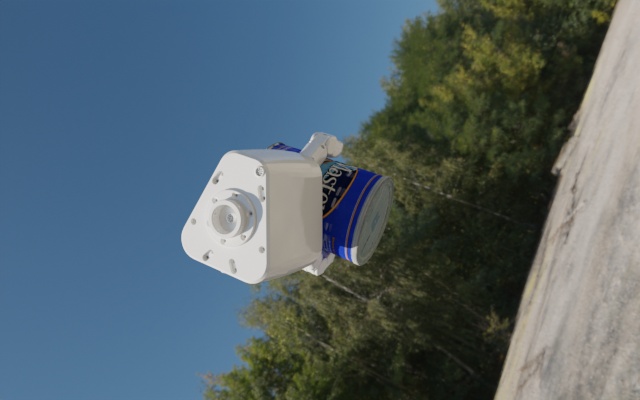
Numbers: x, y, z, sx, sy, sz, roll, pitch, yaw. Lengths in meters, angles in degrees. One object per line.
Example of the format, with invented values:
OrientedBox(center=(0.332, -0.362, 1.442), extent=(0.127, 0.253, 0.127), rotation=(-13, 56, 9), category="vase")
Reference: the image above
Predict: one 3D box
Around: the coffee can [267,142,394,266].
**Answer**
OrientedBox(center=(0.000, 0.002, 0.547), extent=(0.140, 0.103, 0.103), rotation=(19, 7, 21), category="coffee can")
